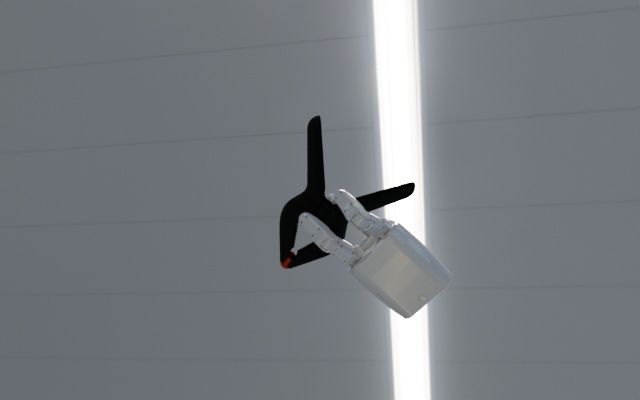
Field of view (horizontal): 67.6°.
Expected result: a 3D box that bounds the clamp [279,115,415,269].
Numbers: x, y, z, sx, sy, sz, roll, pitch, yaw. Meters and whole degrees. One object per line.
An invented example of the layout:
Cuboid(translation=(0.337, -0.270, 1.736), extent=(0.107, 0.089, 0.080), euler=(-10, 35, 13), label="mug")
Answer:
Cuboid(translation=(0.000, 0.002, 0.651), extent=(0.164, 0.210, 0.036), euler=(42, 17, -1), label="clamp")
